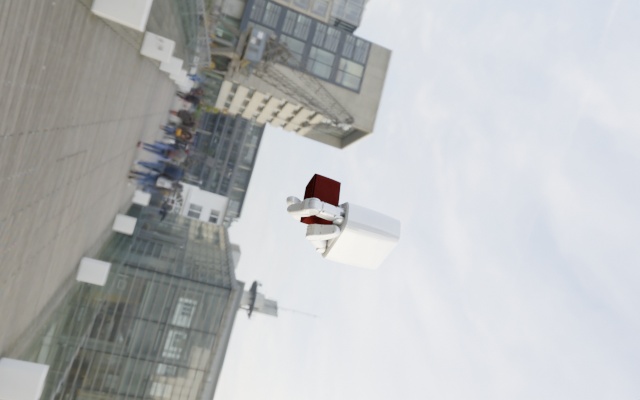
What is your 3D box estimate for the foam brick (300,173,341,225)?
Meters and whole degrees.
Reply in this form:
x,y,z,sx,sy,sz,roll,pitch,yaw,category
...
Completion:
x,y,z,sx,sy,sz,roll,pitch,yaw,category
0.000,0.002,0.841,0.051,0.078,0.053,16,-30,-15,foam brick
